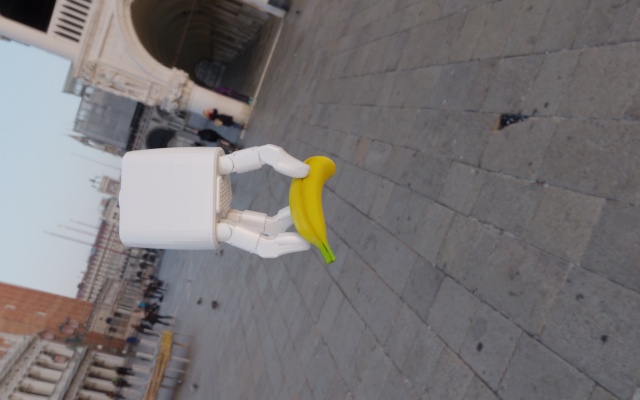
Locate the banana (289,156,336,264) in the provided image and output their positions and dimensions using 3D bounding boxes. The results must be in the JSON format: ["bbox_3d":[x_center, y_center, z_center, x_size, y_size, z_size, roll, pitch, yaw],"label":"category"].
[{"bbox_3d":[-0.008,-0.010,0.576,0.037,0.070,0.197,-20,33,17],"label":"banana"}]
